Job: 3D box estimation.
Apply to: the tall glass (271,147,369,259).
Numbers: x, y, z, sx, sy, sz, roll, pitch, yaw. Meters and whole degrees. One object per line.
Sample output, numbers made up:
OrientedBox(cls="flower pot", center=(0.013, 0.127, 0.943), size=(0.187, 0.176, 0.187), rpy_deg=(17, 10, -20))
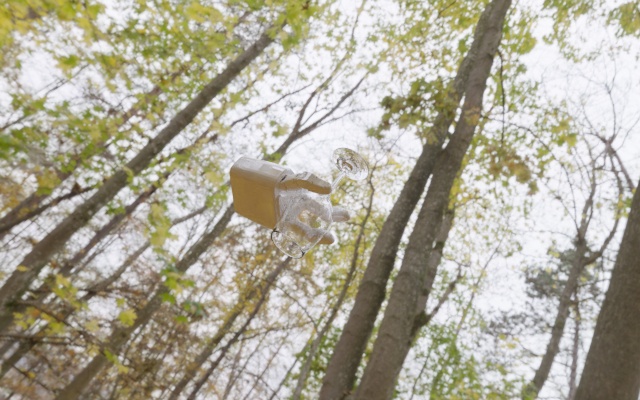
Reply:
OrientedBox(cls="tall glass", center=(0.001, 0.002, 0.790), size=(0.079, 0.079, 0.201), rpy_deg=(0, 43, 46))
